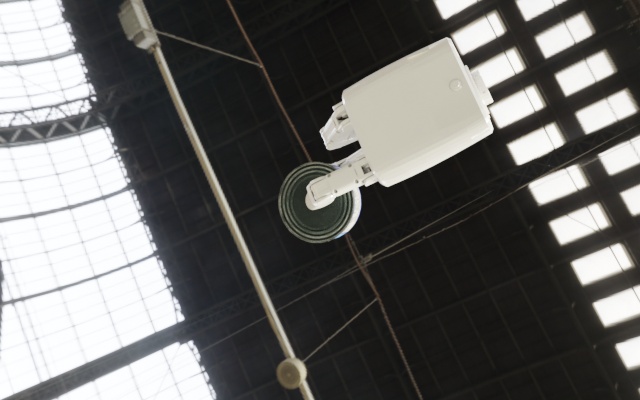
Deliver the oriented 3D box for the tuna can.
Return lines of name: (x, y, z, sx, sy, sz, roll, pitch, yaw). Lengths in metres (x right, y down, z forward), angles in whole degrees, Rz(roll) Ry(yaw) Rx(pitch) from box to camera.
tuna can: (0.000, 0.002, 0.518, 0.086, 0.086, 0.034, 0, 2, 20)
